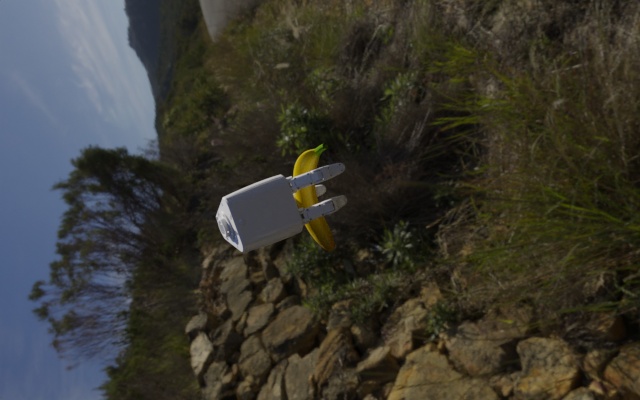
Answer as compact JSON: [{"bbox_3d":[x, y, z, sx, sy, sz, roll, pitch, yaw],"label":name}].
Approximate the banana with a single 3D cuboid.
[{"bbox_3d":[-0.014,-0.004,0.834,0.069,0.198,0.037,14,29,41],"label":"banana"}]
